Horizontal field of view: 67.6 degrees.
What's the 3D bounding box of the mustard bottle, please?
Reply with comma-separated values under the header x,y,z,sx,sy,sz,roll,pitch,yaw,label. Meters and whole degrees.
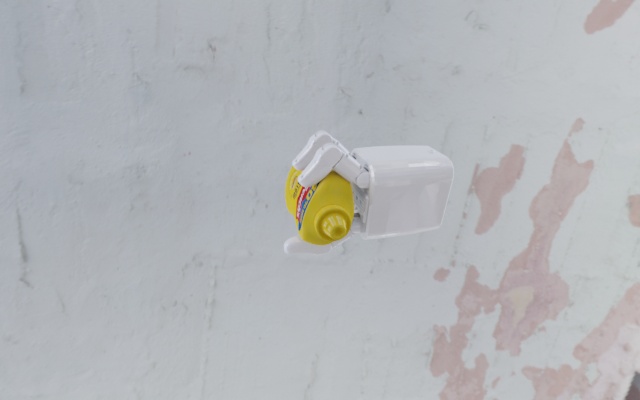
x,y,z,sx,sy,sz,roll,pitch,yaw,label
0.000,0.002,0.597,0.058,0.096,0.191,19,15,-19,mustard bottle
